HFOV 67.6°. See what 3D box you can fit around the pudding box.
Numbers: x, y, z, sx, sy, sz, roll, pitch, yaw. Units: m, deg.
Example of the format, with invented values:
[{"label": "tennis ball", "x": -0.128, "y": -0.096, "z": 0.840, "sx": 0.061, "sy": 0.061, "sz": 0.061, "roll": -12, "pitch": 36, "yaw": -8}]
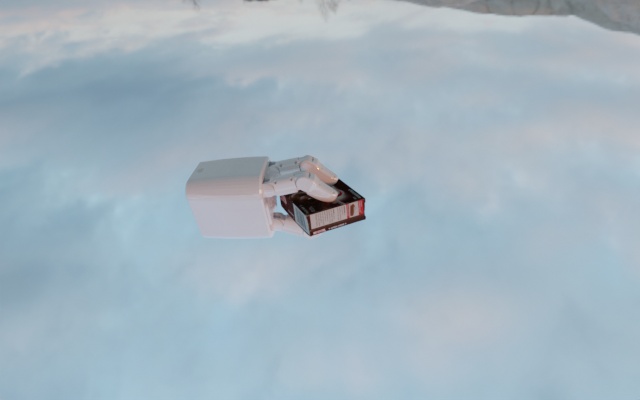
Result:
[{"label": "pudding box", "x": 0.000, "y": 0.002, "z": 0.685, "sx": 0.090, "sy": 0.039, "sz": 0.113, "roll": -17, "pitch": 31, "yaw": -19}]
